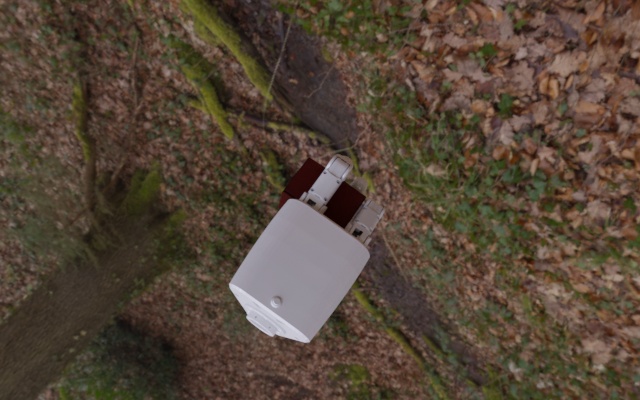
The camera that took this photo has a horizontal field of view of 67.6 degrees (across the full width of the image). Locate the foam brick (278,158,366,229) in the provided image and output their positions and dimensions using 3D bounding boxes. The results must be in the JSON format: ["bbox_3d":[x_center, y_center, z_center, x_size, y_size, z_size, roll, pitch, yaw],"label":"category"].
[{"bbox_3d":[0.000,0.002,0.520,0.078,0.051,0.053,35,-22,4],"label":"foam brick"}]
